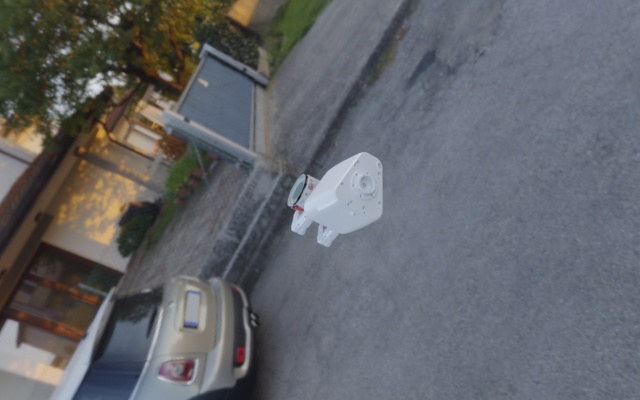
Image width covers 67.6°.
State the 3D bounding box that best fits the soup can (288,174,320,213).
[{"bbox_3d":[0.000,0.003,0.868,0.102,0.068,0.068,26,-9,-19],"label":"soup can"}]
